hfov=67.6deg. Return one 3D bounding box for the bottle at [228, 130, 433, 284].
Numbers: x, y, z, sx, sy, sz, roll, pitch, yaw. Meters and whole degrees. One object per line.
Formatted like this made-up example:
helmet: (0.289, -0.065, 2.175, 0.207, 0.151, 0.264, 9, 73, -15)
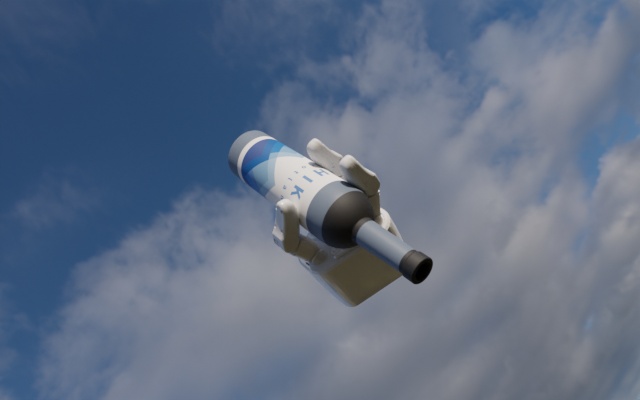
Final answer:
bottle: (0.000, 0.002, 0.518, 0.069, 0.069, 0.295, 0, 24, -42)
